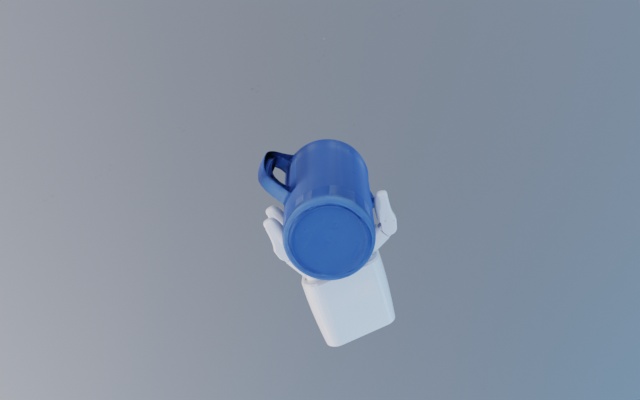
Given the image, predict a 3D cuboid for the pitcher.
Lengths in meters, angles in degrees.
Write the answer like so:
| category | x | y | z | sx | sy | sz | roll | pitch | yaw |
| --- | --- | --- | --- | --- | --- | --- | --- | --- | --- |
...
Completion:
| category | x | y | z | sx | sy | sz | roll | pitch | yaw |
| --- | --- | --- | --- | --- | --- | --- | --- | --- | --- |
| pitcher | 0.000 | 0.002 | 0.650 | 0.149 | 0.145 | 0.242 | -16 | 19 | 6 |
